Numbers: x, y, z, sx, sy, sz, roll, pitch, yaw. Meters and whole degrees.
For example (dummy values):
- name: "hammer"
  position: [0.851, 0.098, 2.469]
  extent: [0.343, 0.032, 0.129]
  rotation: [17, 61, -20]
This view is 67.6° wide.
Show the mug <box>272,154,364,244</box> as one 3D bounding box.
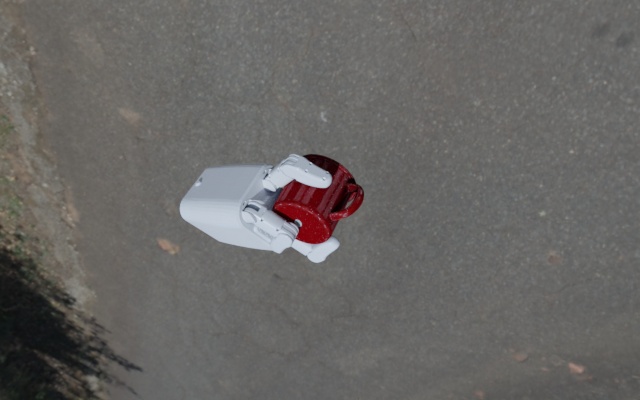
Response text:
- name: "mug"
  position: [0.001, 0.002, 0.605]
  extent: [0.117, 0.081, 0.093]
  rotation: [2, -42, 33]
